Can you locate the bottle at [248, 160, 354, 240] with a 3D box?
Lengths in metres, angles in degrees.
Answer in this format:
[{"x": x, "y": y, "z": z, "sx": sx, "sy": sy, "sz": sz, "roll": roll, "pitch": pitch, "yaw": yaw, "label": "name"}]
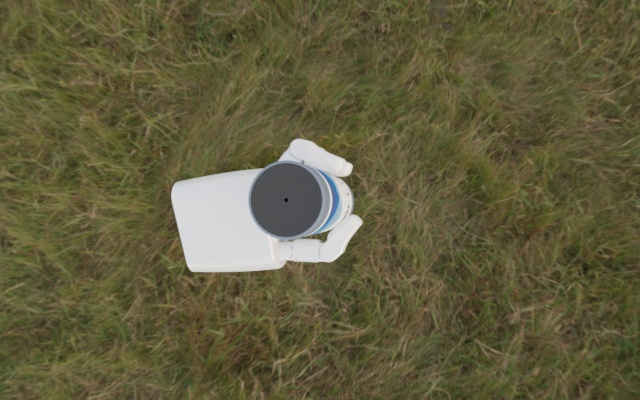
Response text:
[{"x": 0.000, "y": 0.002, "z": 0.540, "sx": 0.069, "sy": 0.069, "sz": 0.296, "roll": 0, "pitch": -1, "yaw": 11, "label": "bottle"}]
